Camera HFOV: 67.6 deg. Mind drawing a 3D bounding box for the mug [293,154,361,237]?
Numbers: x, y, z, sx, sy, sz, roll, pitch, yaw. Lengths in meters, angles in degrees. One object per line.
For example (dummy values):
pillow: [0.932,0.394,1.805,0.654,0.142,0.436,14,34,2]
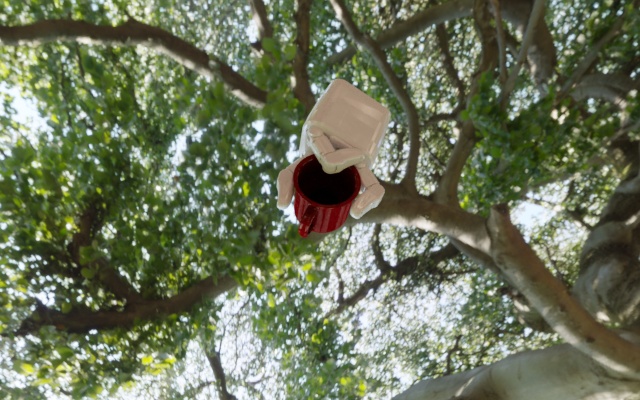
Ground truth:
mug: [0.000,0.003,0.669,0.093,0.117,0.082,22,-33,7]
